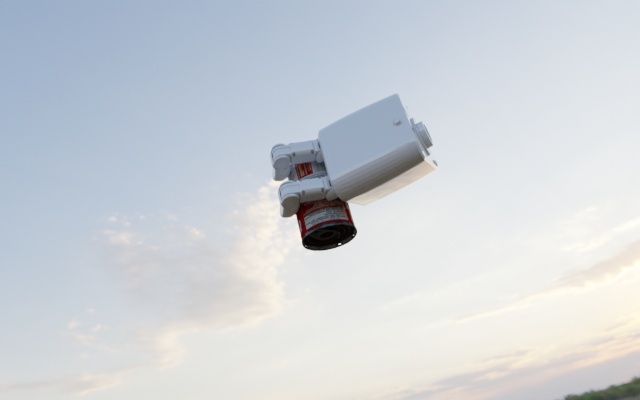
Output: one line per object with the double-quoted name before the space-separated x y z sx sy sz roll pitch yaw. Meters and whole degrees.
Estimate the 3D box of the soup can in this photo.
"soup can" 0.000 0.002 0.591 0.068 0.102 0.068 -11 -29 -6
